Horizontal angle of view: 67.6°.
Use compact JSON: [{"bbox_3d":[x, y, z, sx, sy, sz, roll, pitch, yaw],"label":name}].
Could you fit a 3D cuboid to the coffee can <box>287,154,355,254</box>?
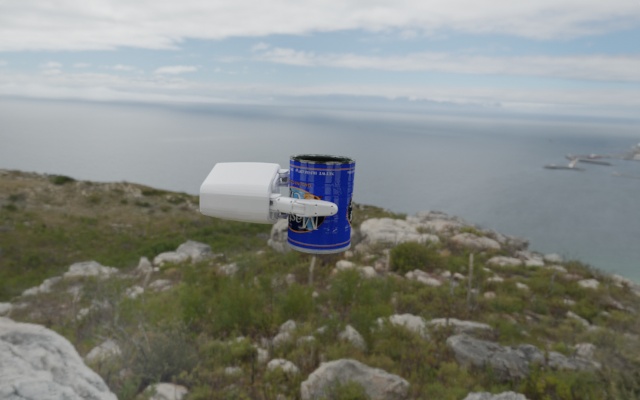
[{"bbox_3d":[0.000,0.003,0.751,0.103,0.140,0.102,3,12,-1],"label":"coffee can"}]
